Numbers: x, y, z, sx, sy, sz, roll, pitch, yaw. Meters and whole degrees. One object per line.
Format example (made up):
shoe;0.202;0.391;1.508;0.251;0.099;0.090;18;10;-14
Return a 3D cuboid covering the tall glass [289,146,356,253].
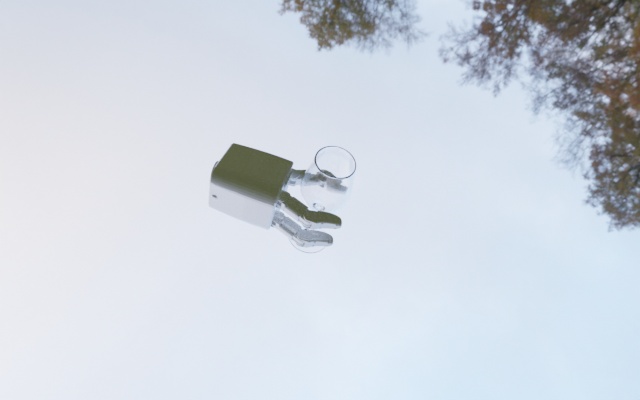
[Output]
tall glass;0.000;0.003;0.758;0.079;0.079;0.201;0;-35;-16
